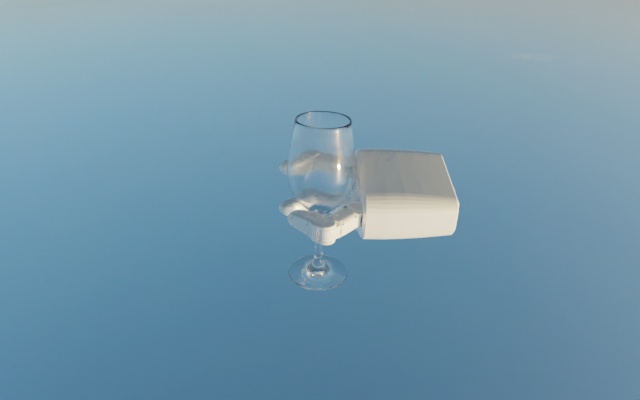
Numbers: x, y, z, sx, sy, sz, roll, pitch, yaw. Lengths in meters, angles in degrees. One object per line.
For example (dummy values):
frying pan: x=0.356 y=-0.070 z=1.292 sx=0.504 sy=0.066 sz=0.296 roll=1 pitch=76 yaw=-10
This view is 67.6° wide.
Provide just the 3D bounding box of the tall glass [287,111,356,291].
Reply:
tall glass: x=0.000 y=0.002 z=0.555 sx=0.079 sy=0.201 sz=0.079 roll=1 pitch=28 yaw=-1
